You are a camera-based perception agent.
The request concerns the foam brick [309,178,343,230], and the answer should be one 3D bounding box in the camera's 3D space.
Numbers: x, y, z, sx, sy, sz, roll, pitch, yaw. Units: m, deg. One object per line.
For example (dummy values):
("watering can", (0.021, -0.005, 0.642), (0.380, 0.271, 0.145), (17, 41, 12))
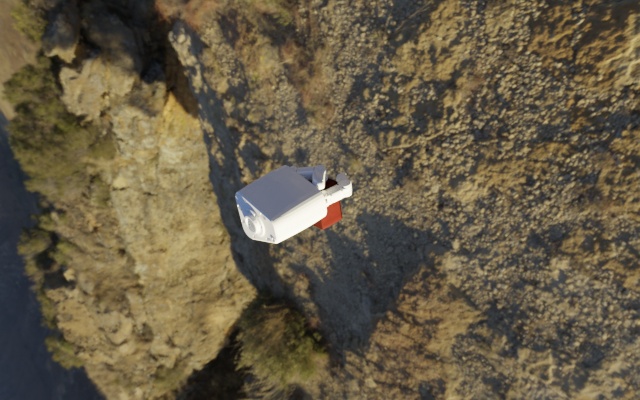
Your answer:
("foam brick", (0.000, 0.003, 0.849), (0.051, 0.078, 0.053), (-31, 37, -33))
